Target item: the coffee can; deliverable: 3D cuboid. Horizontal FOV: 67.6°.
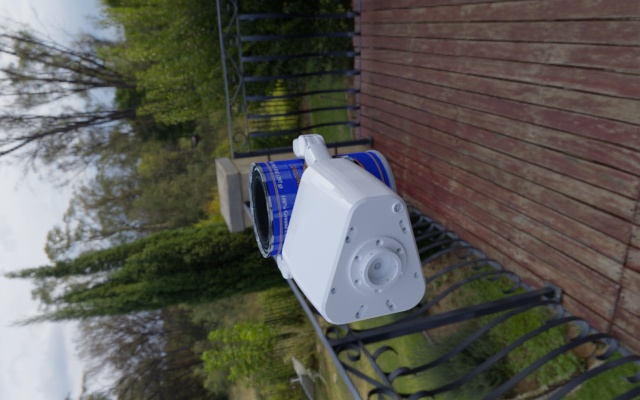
[{"bbox_3d":[0.000,0.002,0.530,0.140,0.103,0.103,-7,2,-18],"label":"coffee can"}]
